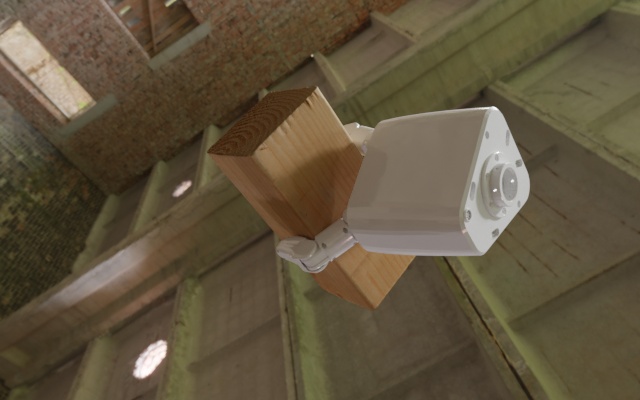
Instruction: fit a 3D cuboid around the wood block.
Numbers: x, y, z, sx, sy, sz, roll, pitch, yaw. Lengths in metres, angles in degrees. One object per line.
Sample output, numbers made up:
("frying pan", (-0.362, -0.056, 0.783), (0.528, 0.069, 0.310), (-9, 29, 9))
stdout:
("wood block", (0.000, 0.002, 0.468), (0.090, 0.206, 0.090), (-48, 31, -20))
